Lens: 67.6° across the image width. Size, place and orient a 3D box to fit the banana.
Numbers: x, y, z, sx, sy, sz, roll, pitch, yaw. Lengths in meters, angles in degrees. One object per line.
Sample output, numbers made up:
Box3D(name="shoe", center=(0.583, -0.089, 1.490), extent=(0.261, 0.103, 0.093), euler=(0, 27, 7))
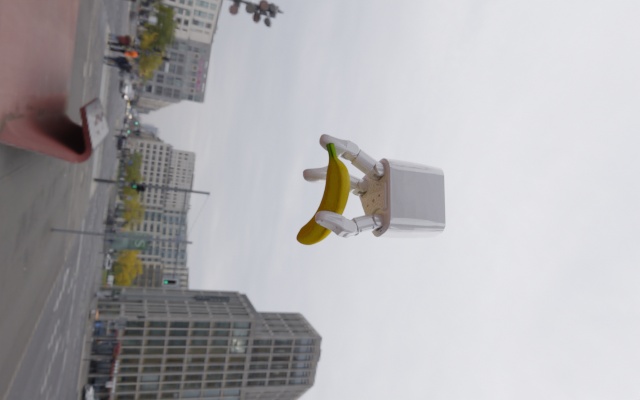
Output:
Box3D(name="banana", center=(0.006, 0.012, 0.718), extent=(0.037, 0.198, 0.069), euler=(2, 41, -23))
